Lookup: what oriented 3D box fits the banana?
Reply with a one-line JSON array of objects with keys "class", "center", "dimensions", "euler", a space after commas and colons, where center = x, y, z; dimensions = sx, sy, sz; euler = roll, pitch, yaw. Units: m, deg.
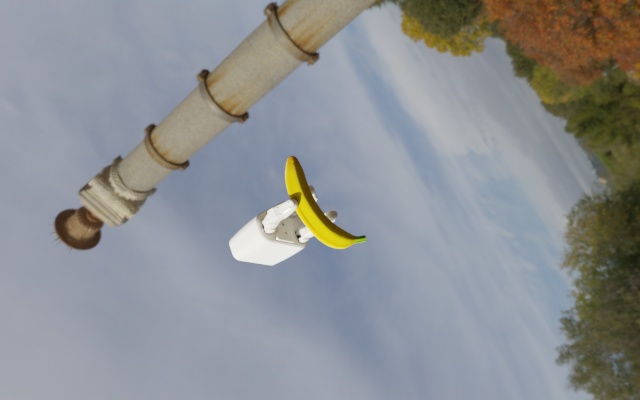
[{"class": "banana", "center": [-0.008, 0.015, 0.817], "dimensions": [0.069, 0.198, 0.037], "euler": [-41, 1, -41]}]
